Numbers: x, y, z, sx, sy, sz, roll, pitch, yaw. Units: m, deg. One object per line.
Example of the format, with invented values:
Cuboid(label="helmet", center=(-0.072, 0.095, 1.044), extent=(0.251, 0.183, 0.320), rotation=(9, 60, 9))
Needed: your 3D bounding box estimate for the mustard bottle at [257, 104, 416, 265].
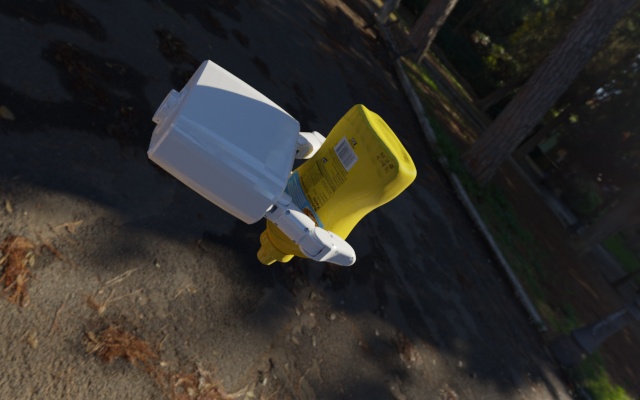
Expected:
Cuboid(label="mustard bottle", center=(0.000, 0.002, 0.480), extent=(0.192, 0.096, 0.058), rotation=(-44, -39, 23))
